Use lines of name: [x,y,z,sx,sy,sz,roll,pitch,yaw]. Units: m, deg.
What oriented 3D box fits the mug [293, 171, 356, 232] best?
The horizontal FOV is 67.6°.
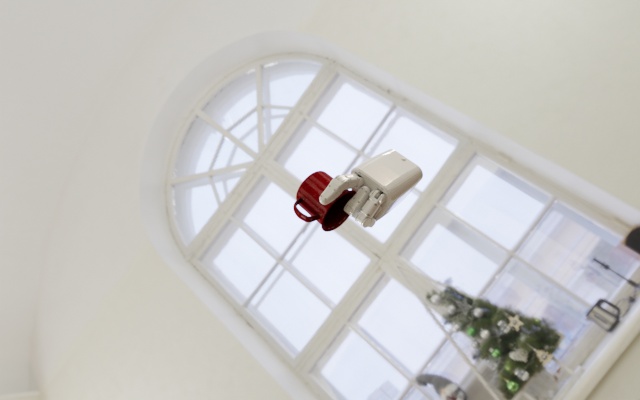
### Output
mug: [-0.001,0.003,0.886,0.117,0.093,0.081,-31,57,-33]
